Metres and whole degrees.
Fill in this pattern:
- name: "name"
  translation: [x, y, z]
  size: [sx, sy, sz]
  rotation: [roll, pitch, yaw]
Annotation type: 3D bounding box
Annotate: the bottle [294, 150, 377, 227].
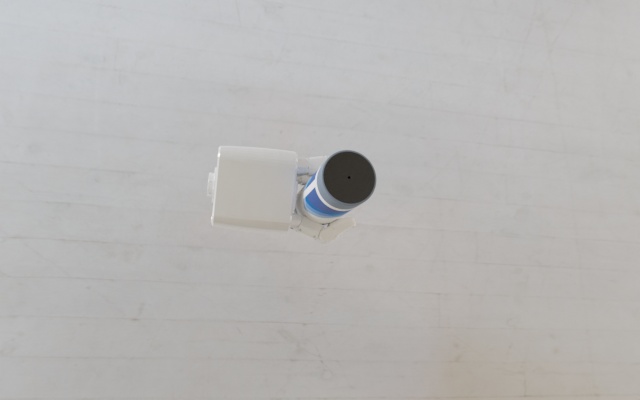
- name: "bottle"
  translation: [0.000, 0.002, 0.687]
  size: [0.069, 0.069, 0.296]
  rotation: [0, -11, -13]
